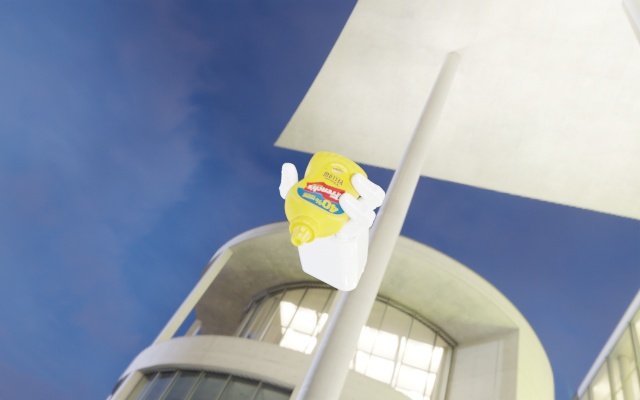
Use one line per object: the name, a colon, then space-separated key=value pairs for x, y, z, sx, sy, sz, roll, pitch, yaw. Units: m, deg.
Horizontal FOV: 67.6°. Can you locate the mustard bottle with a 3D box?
mustard bottle: x=0.000 y=0.002 z=0.722 sx=0.096 sy=0.058 sz=0.191 roll=28 pitch=42 yaw=3
